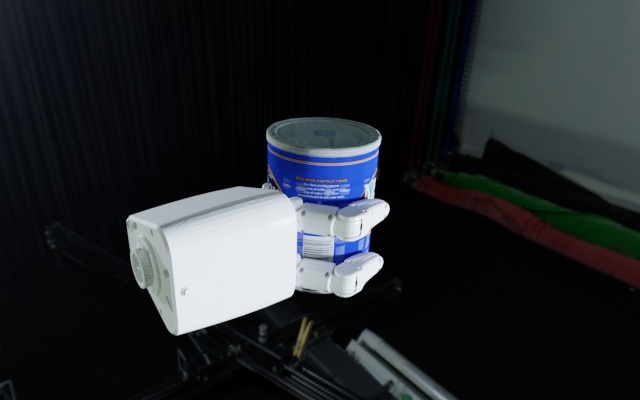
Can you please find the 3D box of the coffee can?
[{"bbox_3d":[0.000,0.001,0.457,0.103,0.140,0.102,2,24,-1],"label":"coffee can"}]
